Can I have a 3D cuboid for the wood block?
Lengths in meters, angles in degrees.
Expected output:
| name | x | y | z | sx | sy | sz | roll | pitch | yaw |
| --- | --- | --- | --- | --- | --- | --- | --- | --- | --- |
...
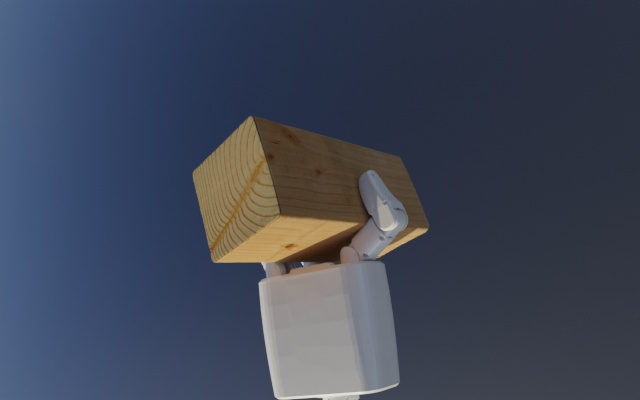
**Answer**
| name | x | y | z | sx | sy | sz | roll | pitch | yaw |
| --- | --- | --- | --- | --- | --- | --- | --- | --- | --- |
| wood block | 0.000 | 0.002 | 0.450 | 0.091 | 0.090 | 0.206 | -35 | -27 | 35 |
